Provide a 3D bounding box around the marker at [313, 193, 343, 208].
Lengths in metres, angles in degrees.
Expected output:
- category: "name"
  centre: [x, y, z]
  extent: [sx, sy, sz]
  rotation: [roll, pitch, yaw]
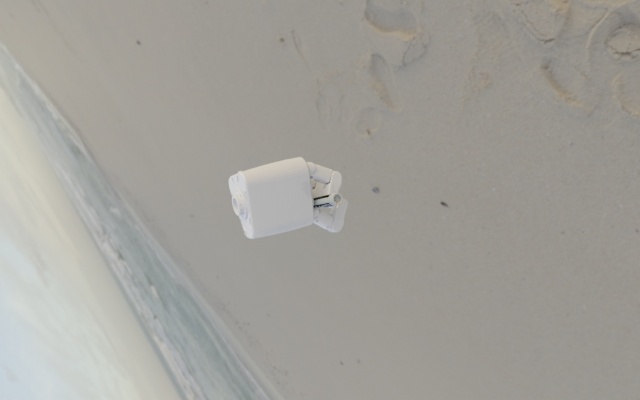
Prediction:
- category: "marker"
  centre: [0.000, 0.003, 0.766]
  extent: [0.020, 0.020, 0.121]
  rotation: [0, -4, -26]
